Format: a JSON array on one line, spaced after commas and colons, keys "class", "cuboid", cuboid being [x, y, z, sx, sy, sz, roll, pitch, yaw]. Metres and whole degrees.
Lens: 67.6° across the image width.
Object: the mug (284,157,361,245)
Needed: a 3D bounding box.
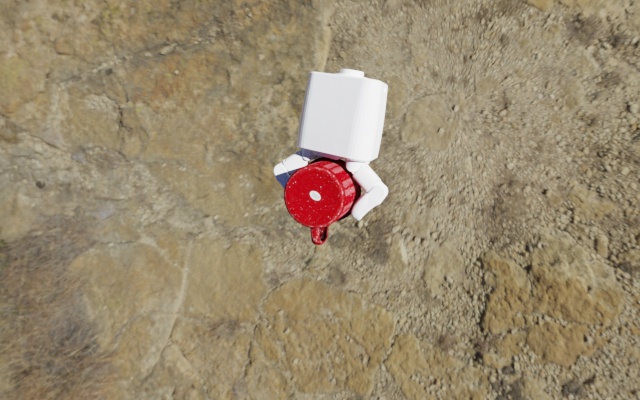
[{"class": "mug", "cuboid": [0.000, 0.004, 0.636, 0.093, 0.117, 0.081, 8, 11, 14]}]
